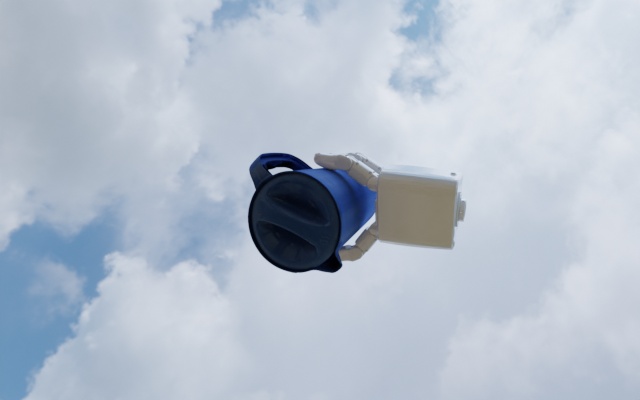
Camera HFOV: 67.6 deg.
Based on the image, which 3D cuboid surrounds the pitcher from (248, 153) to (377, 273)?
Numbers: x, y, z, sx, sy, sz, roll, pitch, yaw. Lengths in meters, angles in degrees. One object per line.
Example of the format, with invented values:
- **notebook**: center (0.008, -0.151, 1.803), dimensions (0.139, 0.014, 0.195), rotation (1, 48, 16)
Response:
- **pitcher**: center (0.000, 0.002, 0.714), dimensions (0.145, 0.149, 0.243), rotation (5, 11, 21)
